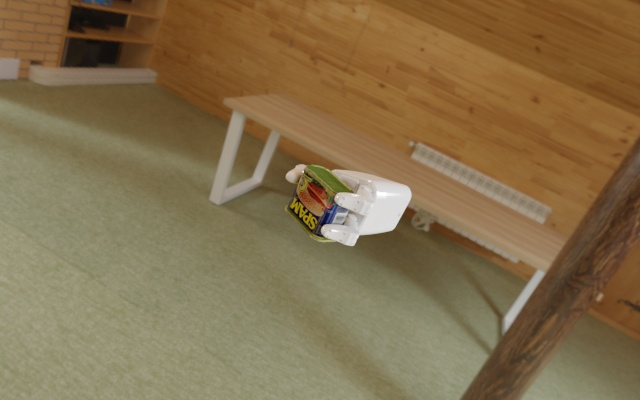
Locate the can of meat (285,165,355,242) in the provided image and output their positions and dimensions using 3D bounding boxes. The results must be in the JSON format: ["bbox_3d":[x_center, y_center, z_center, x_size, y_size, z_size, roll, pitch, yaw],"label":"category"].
[{"bbox_3d":[0.000,0.002,0.756,0.057,0.084,0.102,3,30,-43],"label":"can of meat"}]
